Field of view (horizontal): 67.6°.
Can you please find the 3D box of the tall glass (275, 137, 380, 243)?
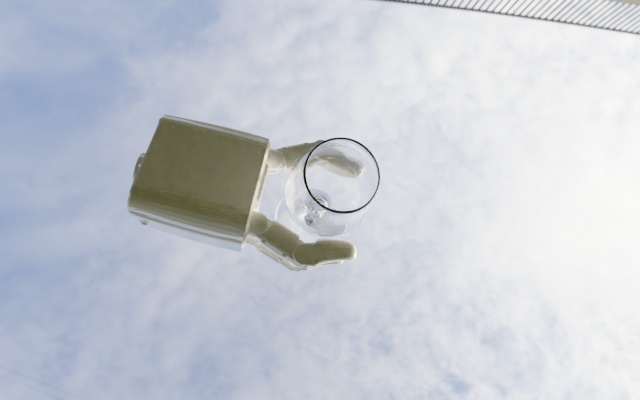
[{"bbox_3d":[0.000,0.002,0.466,0.079,0.079,0.201,0,-13,-10],"label":"tall glass"}]
